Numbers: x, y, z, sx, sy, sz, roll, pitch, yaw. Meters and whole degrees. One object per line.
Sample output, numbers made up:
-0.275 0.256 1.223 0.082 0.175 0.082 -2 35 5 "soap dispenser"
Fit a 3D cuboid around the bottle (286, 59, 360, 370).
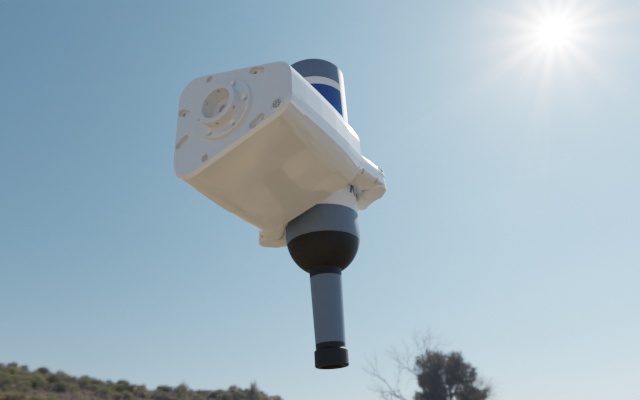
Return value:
0.000 0.001 0.445 0.069 0.295 0.069 -3 -27 -2 "bottle"
